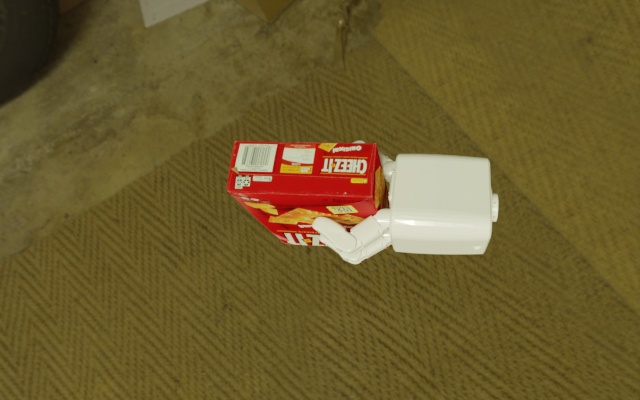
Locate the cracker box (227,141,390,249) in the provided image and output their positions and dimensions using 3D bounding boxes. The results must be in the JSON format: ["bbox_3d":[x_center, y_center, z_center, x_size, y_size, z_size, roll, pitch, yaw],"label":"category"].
[{"bbox_3d":[0.000,0.002,0.602,0.164,0.072,0.214,2,-20,14],"label":"cracker box"}]
